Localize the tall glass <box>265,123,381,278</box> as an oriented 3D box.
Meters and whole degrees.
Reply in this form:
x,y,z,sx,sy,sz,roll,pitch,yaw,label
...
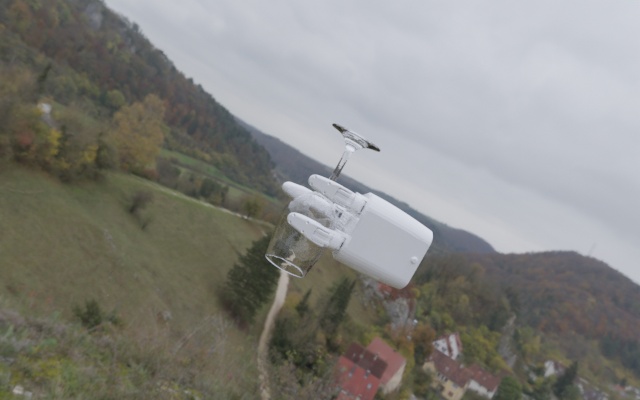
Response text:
x,y,z,sx,sy,sz,roll,pitch,yaw,label
0.000,0.001,0.643,0.079,0.201,0.079,29,2,-1,tall glass
